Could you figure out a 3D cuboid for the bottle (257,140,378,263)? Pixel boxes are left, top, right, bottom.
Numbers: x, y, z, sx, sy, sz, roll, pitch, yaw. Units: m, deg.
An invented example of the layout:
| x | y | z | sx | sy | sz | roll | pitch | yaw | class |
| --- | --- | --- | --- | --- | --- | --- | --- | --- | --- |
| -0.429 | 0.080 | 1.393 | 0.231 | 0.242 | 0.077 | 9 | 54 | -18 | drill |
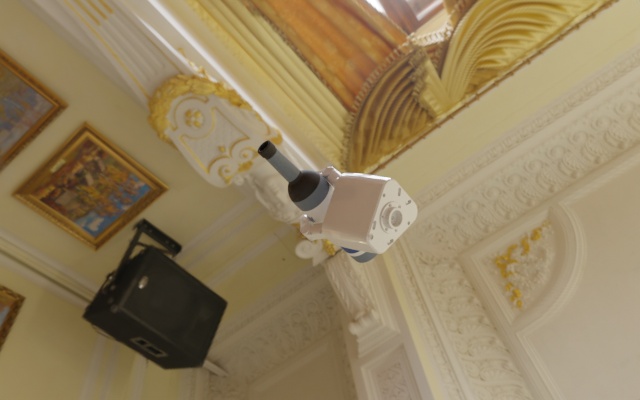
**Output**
| x | y | z | sx | sy | sz | roll | pitch | yaw | class |
| --- | --- | --- | --- | --- | --- | --- | --- | --- | --- |
| 0.000 | 0.003 | 0.826 | 0.069 | 0.069 | 0.296 | 0 | -36 | 49 | bottle |
